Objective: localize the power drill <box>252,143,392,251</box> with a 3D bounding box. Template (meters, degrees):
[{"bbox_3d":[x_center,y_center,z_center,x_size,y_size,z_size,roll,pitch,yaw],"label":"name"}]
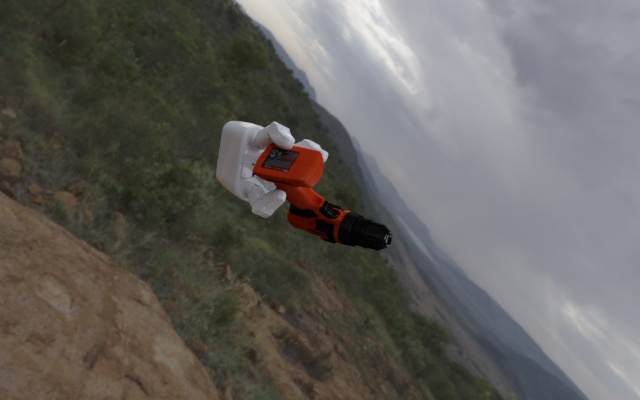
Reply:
[{"bbox_3d":[0.000,0.002,0.688,0.184,0.057,0.188,12,-29,34],"label":"power drill"}]
